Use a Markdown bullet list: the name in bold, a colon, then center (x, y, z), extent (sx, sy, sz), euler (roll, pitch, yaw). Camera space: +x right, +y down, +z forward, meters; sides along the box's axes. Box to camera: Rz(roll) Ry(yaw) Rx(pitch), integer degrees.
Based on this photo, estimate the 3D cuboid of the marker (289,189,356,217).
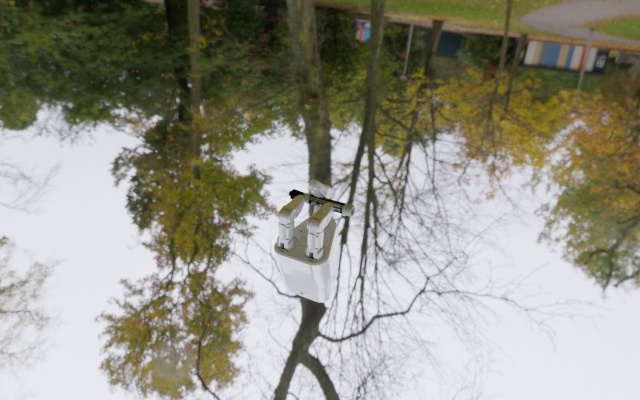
- **marker**: center (0.000, 0.003, 0.790), extent (0.121, 0.020, 0.020), euler (16, 7, 26)
